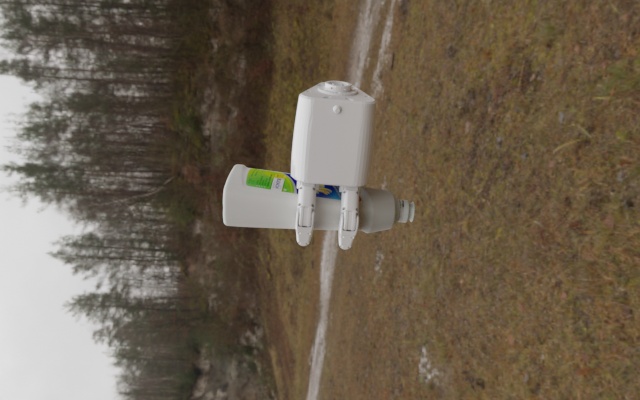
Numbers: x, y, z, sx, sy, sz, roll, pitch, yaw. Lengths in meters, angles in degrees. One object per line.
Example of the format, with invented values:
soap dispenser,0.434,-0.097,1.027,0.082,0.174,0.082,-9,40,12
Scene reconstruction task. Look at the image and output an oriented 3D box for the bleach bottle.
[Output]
bleach bottle,0.000,0.002,0.653,0.251,0.068,0.102,4,24,-1
